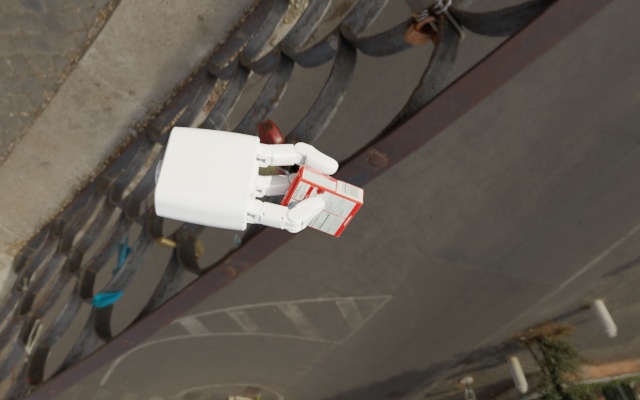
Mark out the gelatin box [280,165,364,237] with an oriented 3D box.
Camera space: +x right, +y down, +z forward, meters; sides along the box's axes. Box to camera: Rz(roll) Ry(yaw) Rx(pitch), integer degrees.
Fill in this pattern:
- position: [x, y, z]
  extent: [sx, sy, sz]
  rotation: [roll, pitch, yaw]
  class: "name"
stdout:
- position: [0.000, 0.002, 0.615]
  extent: [0.089, 0.030, 0.073]
  rotation: [21, -48, -12]
  class: "gelatin box"
